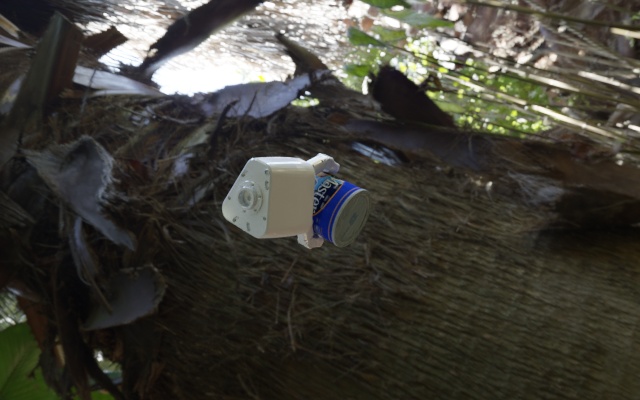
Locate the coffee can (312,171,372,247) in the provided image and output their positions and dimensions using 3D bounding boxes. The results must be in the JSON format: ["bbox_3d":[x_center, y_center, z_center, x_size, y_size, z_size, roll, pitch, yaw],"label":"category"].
[{"bbox_3d":[0.000,0.003,0.808,0.140,0.103,0.103,27,14,29],"label":"coffee can"}]
